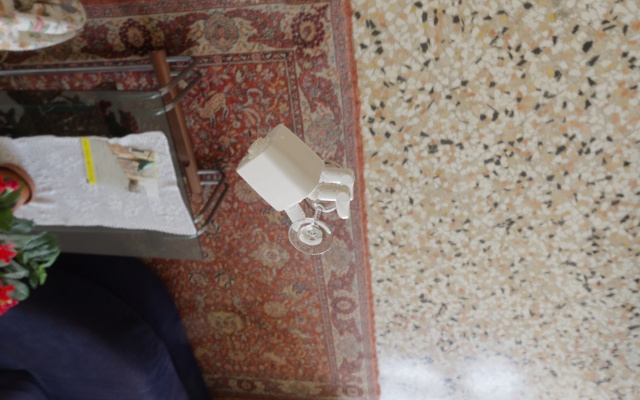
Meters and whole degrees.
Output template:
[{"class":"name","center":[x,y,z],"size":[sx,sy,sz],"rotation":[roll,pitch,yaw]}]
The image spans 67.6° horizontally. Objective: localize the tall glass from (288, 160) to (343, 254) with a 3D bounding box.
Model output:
[{"class":"tall glass","center":[0.000,0.003,0.851],"size":[0.079,0.079,0.201],"rotation":[0,34,11]}]
